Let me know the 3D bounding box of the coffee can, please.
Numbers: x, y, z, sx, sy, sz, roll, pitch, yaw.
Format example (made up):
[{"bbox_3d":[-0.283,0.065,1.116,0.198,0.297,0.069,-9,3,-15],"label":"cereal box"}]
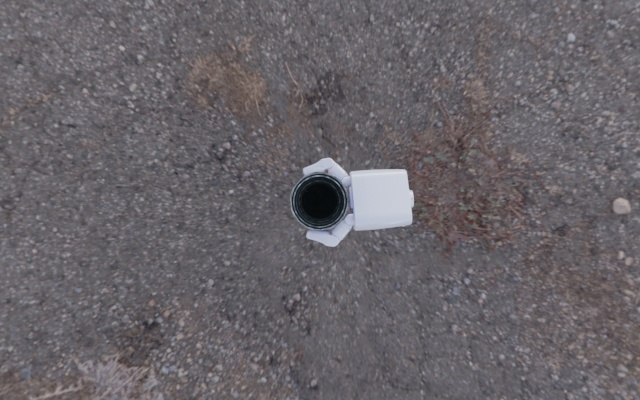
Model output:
[{"bbox_3d":[0.000,0.003,0.893,0.103,0.103,0.140,0,-1,2],"label":"coffee can"}]
